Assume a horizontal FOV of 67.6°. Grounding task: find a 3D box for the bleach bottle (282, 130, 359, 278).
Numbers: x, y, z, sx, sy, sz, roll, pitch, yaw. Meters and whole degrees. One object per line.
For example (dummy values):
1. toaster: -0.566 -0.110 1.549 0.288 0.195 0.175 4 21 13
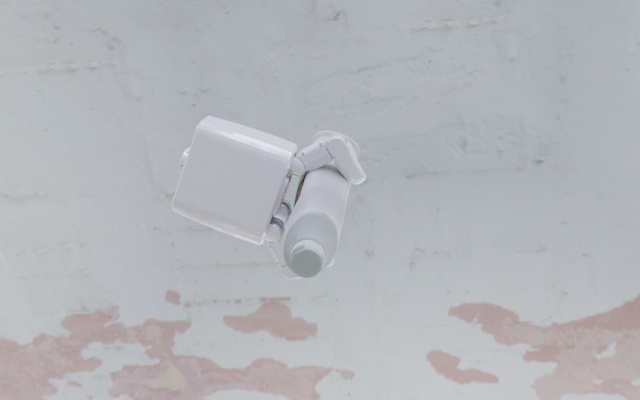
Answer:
1. bleach bottle: 0.000 0.002 0.530 0.068 0.103 0.250 19 22 -3
